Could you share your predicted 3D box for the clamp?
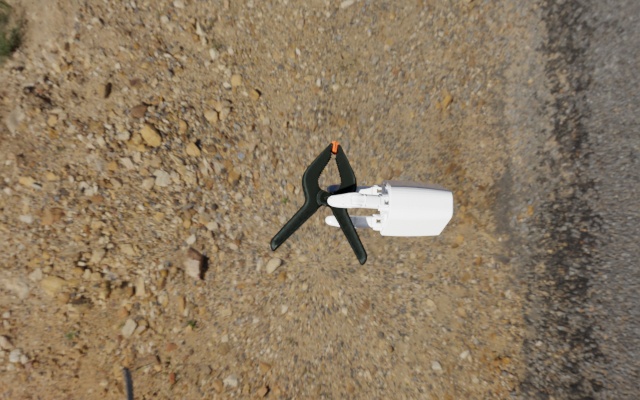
[{"bbox_3d":[0.000,0.002,0.816,0.164,0.210,0.036,2,-7,-2],"label":"clamp"}]
